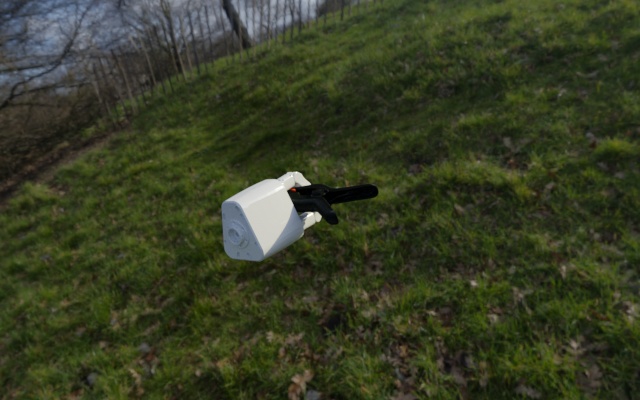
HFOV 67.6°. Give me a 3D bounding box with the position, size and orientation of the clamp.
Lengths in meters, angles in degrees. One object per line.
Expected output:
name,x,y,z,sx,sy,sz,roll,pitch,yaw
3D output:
clamp,0.000,0.002,0.813,0.171,0.039,0.120,0,20,37
